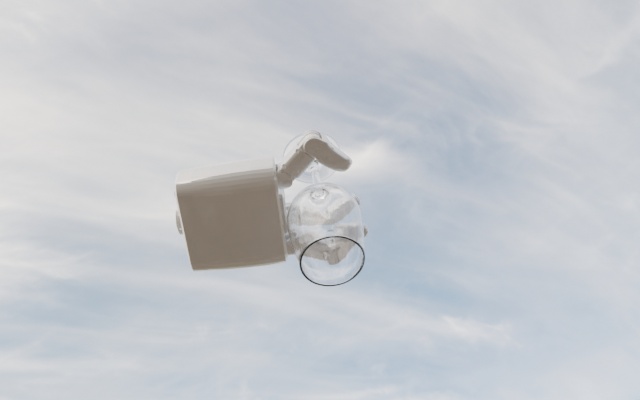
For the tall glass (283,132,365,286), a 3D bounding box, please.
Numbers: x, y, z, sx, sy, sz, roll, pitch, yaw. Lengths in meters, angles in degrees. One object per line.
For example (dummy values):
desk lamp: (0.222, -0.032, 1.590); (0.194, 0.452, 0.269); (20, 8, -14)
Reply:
tall glass: (0.000, 0.001, 0.521); (0.079, 0.079, 0.201); (0, 34, -8)
